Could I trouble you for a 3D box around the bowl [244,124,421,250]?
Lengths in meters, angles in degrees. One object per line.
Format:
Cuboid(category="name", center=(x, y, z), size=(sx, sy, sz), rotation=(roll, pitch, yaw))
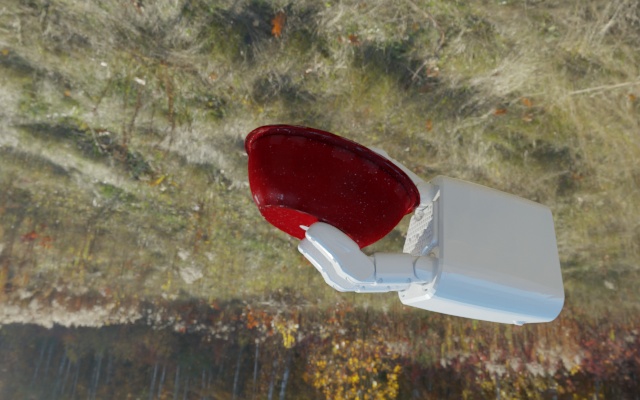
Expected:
Cuboid(category="bowl", center=(-0.001, 0.001, 0.412), size=(0.162, 0.055, 0.162), rotation=(19, -18, 7))
